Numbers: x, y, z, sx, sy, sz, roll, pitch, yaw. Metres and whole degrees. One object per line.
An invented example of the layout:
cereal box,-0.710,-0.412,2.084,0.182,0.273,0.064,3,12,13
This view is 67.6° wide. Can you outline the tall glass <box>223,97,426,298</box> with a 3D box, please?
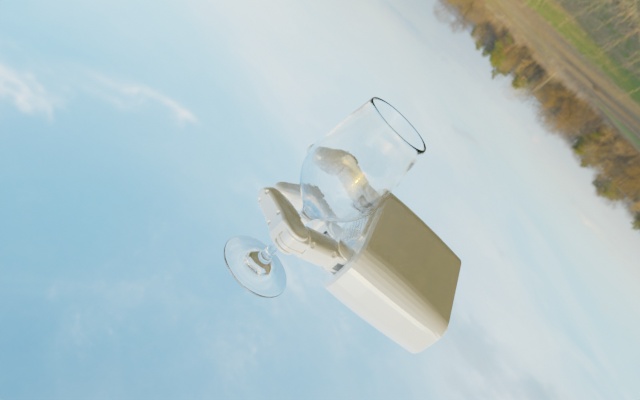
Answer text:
tall glass,0.000,0.002,0.427,0.201,0.079,0.079,-45,-24,26
